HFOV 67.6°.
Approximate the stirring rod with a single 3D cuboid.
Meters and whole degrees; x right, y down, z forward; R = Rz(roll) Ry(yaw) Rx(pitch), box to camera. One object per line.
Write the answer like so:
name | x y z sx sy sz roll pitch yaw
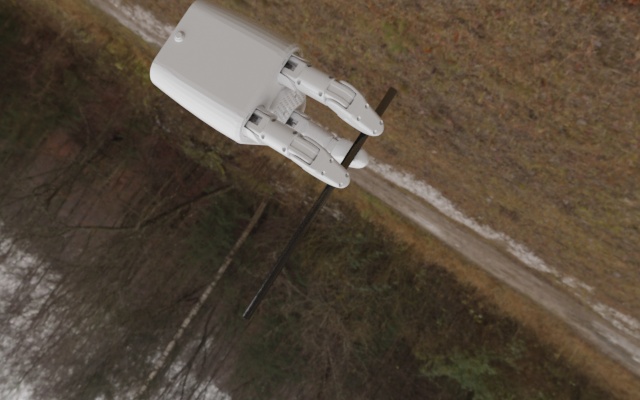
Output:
stirring rod | 0.000 0.001 0.423 0.011 0.239 0.011 33 -3 2
